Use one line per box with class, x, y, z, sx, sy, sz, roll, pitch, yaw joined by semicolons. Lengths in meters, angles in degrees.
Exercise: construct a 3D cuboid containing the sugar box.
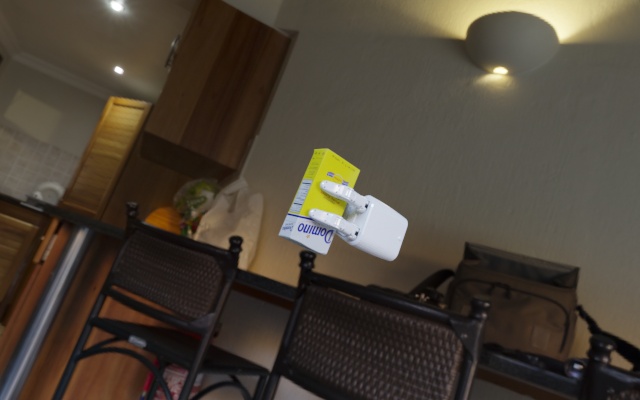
sugar box;0.001;0.003;0.877;0.093;0.176;0.048;29;-15;-35
